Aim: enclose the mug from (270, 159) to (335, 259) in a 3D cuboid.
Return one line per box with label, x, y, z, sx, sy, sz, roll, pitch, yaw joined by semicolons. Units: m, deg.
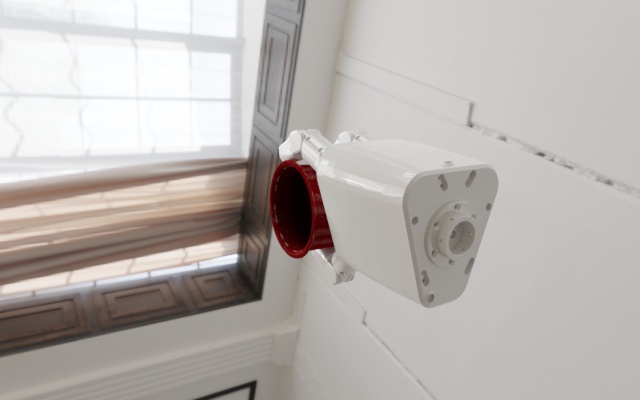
mug;0.000;0.001;0.477;0.081;0.093;0.117;-6;19;-30
